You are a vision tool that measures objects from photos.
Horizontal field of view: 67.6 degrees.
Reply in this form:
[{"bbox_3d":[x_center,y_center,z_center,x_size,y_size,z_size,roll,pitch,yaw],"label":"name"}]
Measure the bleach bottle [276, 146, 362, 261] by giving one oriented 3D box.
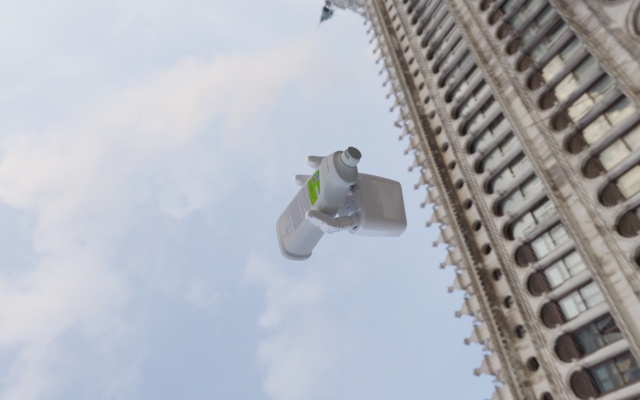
[{"bbox_3d":[0.000,0.003,0.862,0.068,0.102,0.251,7,-40,-30],"label":"bleach bottle"}]
